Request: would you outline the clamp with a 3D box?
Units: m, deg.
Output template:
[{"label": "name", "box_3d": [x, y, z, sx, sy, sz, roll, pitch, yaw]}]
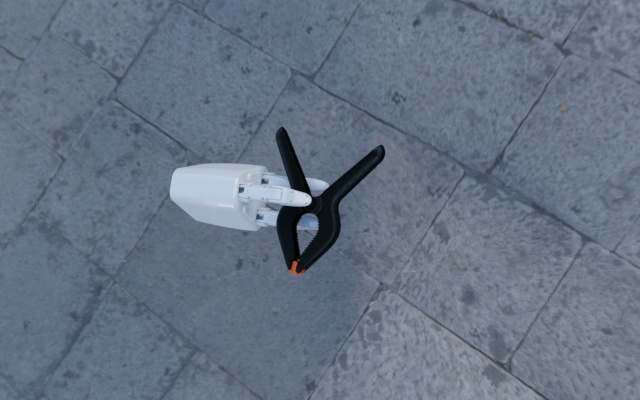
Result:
[{"label": "clamp", "box_3d": [0.000, 0.003, 0.669, 0.164, 0.210, 0.036, 6, -6, 20]}]
